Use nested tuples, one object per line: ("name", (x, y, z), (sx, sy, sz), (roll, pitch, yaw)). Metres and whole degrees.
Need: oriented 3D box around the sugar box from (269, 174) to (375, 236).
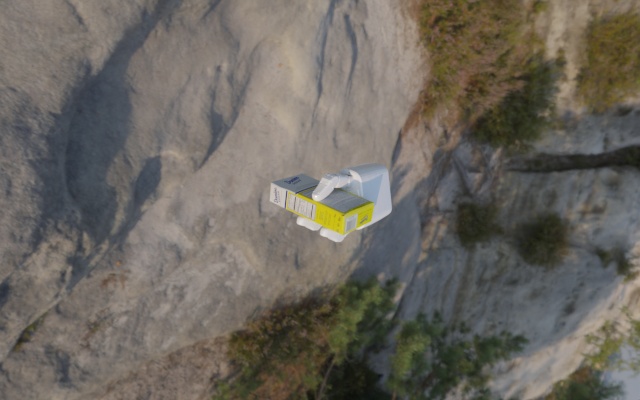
("sugar box", (0.000, 0.003, 0.879), (0.176, 0.048, 0.093), (21, 26, 35))
